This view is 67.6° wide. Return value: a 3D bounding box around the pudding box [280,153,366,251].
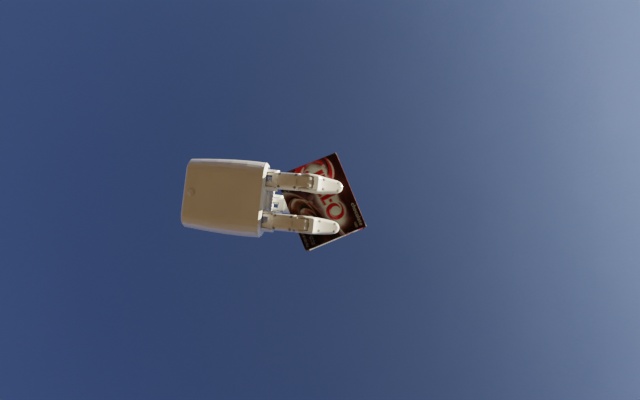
[{"bbox_3d":[0.000,0.002,0.660,0.090,0.113,0.039,-22,-3,-3],"label":"pudding box"}]
